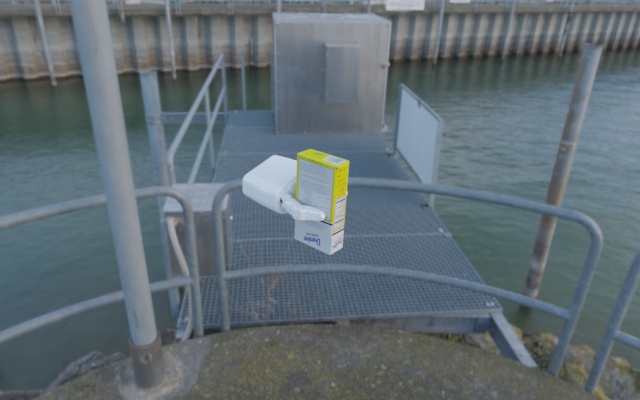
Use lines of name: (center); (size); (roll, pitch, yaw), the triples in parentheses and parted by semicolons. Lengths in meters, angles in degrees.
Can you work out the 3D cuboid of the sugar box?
sugar box: (0.000, 0.003, 0.880); (0.093, 0.176, 0.048); (22, 33, 34)
